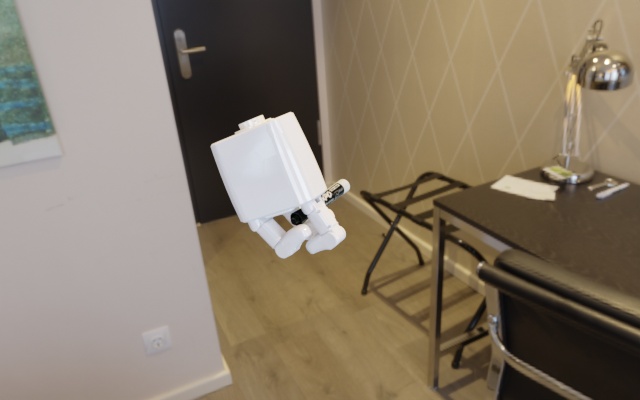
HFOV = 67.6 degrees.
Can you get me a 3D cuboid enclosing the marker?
[{"bbox_3d":[0.000,0.002,0.621,0.020,0.020,0.121,0,23,37],"label":"marker"}]
